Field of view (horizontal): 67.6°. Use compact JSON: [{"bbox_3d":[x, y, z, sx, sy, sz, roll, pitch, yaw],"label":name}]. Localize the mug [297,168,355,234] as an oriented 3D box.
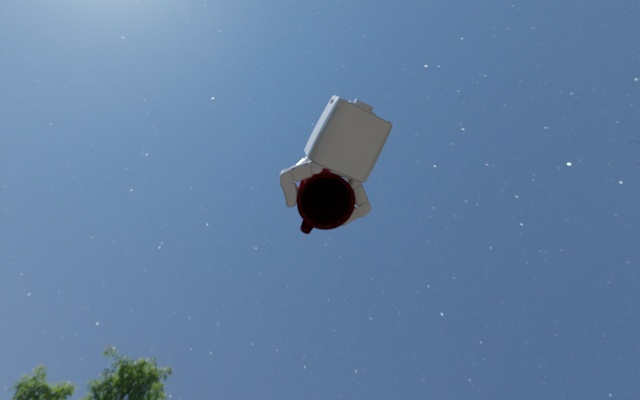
[{"bbox_3d":[0.000,0.004,0.794,0.093,0.117,0.081,25,12,-11],"label":"mug"}]
